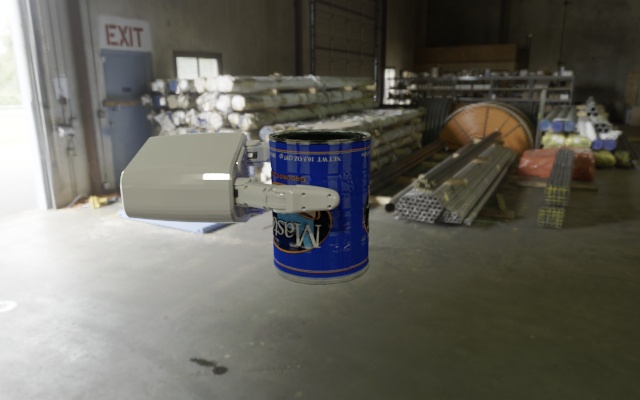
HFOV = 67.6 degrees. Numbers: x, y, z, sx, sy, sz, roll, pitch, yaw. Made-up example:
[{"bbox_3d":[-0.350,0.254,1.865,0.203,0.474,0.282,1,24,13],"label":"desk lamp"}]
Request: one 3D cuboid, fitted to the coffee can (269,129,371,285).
[{"bbox_3d":[0.000,0.002,0.493,0.103,0.140,0.102,0,14,0],"label":"coffee can"}]
